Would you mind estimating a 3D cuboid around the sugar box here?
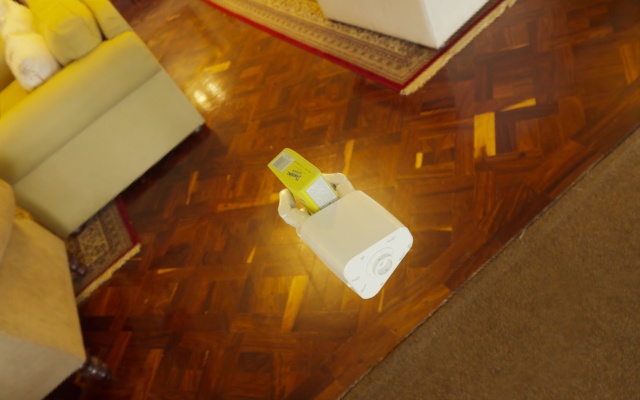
[{"bbox_3d":[0.000,0.003,0.725,0.093,0.048,0.176,39,-11,45],"label":"sugar box"}]
